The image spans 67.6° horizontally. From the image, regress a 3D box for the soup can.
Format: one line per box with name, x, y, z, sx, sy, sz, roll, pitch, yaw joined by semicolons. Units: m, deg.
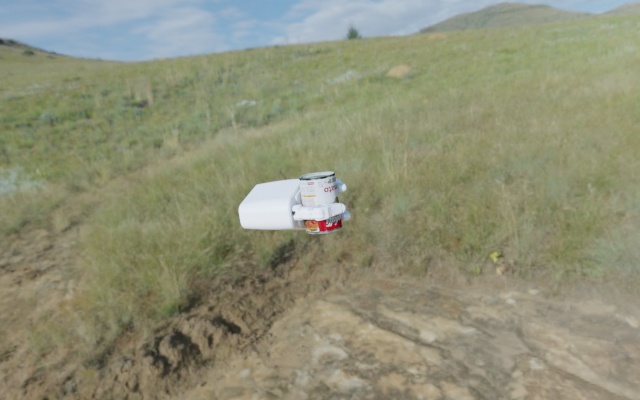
soup can;0.001;0.003;0.871;0.068;0.102;0.068;-8;11;1
